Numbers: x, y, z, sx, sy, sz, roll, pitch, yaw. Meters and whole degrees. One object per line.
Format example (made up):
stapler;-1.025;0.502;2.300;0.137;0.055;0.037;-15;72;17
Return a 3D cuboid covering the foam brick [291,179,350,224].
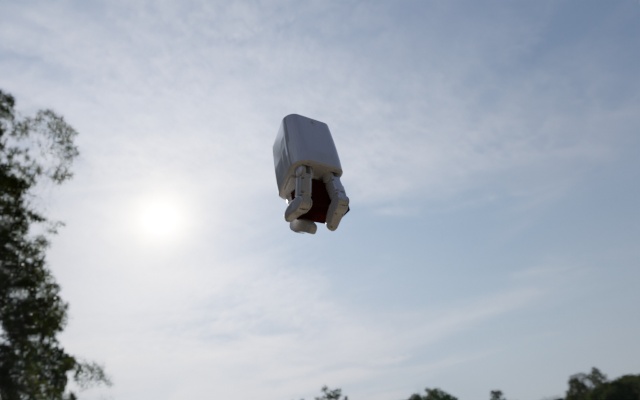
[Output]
foam brick;0.000;0.003;0.788;0.078;0.051;0.053;12;-39;-35
